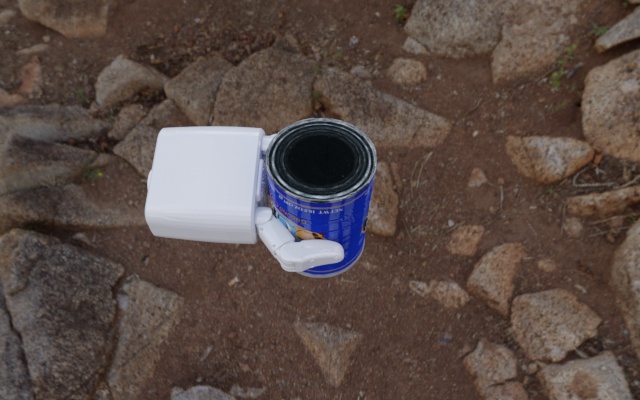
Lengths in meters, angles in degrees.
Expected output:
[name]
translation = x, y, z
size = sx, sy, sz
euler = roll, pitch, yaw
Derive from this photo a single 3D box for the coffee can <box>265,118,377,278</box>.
[coffee can]
translation = 0.000, 0.002, 0.490
size = 0.103, 0.102, 0.140
euler = 0, -37, -1
